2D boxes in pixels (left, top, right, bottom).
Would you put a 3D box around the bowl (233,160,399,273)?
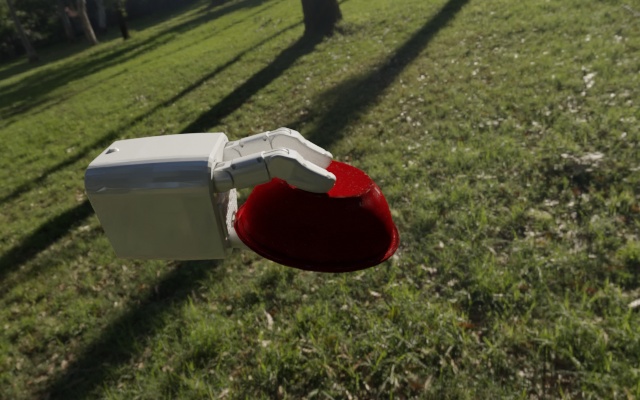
[{"bbox_3d":[0.001,0.001,0.455,0.162,0.055,0.162,7,25,-3],"label":"bowl"}]
